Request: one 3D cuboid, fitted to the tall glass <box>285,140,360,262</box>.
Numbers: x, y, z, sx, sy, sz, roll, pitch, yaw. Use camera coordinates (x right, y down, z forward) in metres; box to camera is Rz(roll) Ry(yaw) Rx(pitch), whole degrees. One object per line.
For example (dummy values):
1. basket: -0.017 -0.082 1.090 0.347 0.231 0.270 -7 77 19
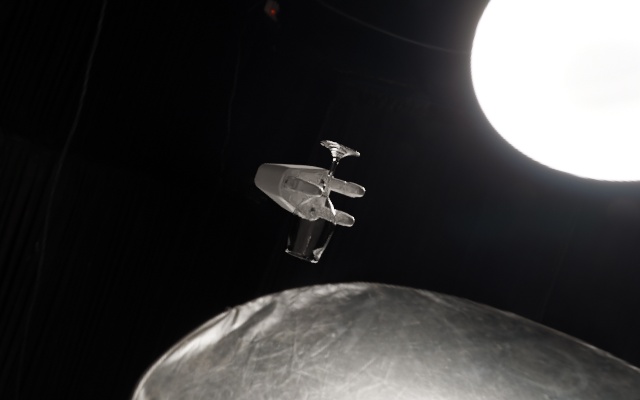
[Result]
1. tall glass: 0.000 0.002 0.825 0.079 0.201 0.079 20 -2 1
